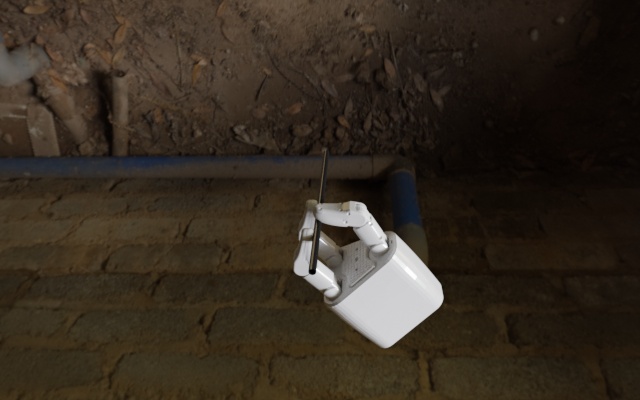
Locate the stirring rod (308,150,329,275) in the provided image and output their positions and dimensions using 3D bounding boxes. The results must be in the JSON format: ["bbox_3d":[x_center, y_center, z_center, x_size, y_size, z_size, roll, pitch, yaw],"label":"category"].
[{"bbox_3d":[0.000,0.002,0.568,0.011,0.011,0.239,0,35,5],"label":"stirring rod"}]
